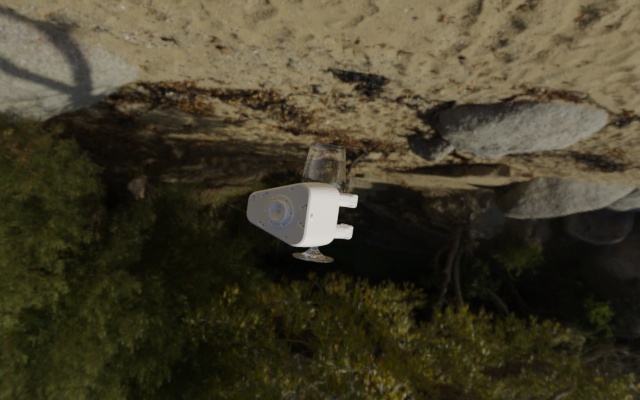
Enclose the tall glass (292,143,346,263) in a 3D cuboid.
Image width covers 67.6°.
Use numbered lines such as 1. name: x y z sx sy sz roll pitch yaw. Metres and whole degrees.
1. tall glass: 0.000 0.003 0.838 0.079 0.201 0.079 8 2 0
